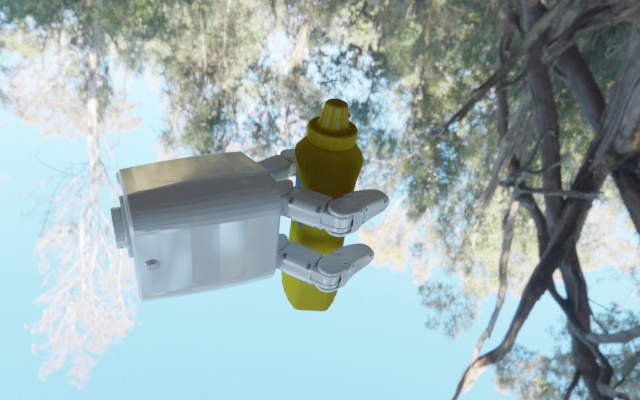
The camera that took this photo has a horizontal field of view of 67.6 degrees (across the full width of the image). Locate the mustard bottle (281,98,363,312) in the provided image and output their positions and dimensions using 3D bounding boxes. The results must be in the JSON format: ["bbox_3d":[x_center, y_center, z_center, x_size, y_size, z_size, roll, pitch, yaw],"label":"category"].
[{"bbox_3d":[0.000,0.002,0.427,0.058,0.192,0.096,5,34,-4],"label":"mustard bottle"}]
